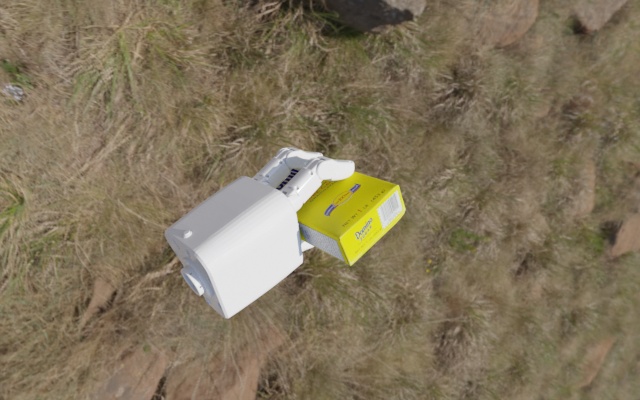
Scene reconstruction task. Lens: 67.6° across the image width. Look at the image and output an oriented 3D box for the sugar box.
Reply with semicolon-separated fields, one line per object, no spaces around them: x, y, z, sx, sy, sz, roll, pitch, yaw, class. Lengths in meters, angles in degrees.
0.000;0.001;0.546;0.093;0.048;0.176;-40;39;-25;sugar box
